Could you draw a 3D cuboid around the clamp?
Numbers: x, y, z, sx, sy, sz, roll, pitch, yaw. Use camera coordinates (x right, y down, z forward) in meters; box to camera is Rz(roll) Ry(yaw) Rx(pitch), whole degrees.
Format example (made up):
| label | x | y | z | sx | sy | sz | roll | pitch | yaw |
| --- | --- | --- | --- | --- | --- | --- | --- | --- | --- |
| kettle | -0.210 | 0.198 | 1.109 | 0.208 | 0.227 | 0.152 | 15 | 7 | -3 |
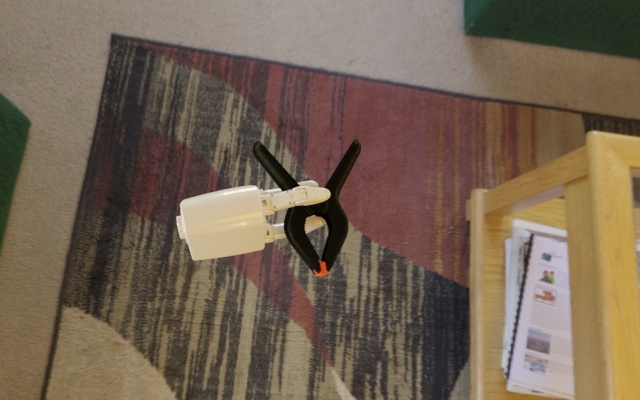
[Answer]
| label | x | y | z | sx | sy | sz | roll | pitch | yaw |
| --- | --- | --- | --- | --- | --- | --- | --- | --- | --- |
| clamp | 0.000 | 0.003 | 0.698 | 0.164 | 0.210 | 0.036 | -10 | -11 | -15 |
